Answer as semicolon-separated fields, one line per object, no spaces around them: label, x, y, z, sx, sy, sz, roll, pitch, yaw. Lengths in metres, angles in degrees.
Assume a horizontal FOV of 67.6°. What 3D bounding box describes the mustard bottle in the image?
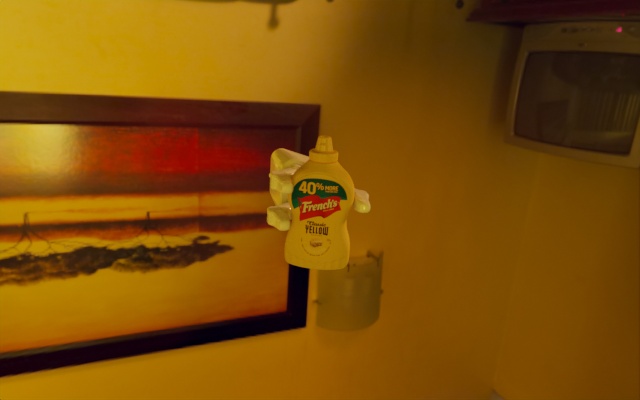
mustard bottle;0.000;0.003;0.692;0.096;0.192;0.058;6;17;6
